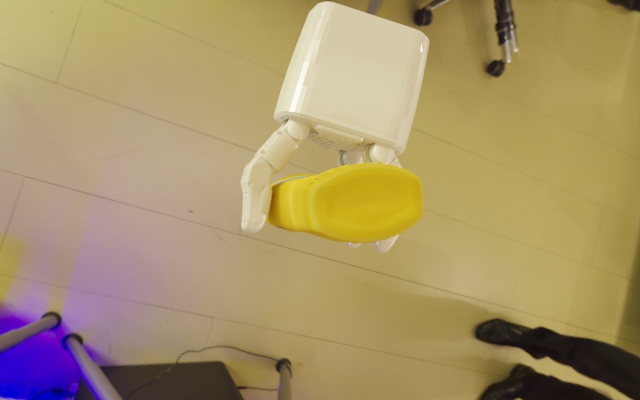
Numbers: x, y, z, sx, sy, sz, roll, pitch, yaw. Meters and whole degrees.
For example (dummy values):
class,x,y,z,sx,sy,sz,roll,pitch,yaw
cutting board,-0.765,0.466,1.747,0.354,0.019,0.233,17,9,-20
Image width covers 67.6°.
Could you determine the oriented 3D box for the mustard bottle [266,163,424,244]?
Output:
class,x,y,z,sx,sy,sz,roll,pitch,yaw
mustard bottle,0.000,0.002,0.424,0.096,0.058,0.191,-8,3,-22
